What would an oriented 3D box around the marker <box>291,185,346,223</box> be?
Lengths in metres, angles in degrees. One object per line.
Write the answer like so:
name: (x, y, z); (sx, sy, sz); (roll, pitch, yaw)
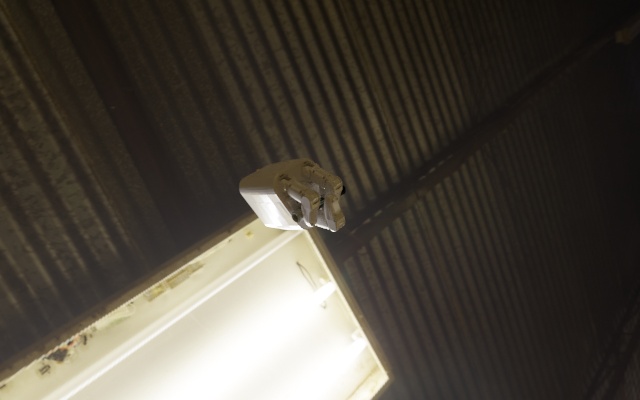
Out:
marker: (0.000, 0.003, 0.785); (0.020, 0.020, 0.121); (0, 24, 46)
